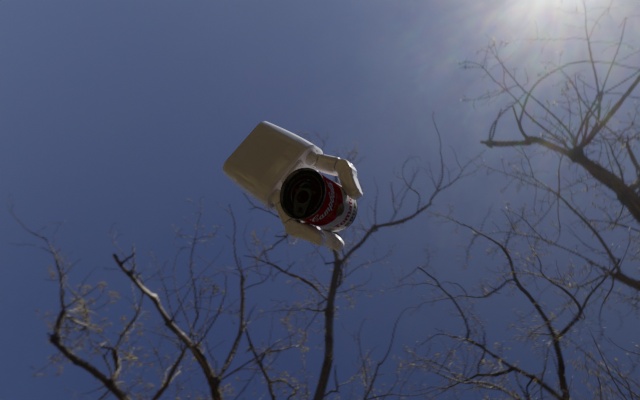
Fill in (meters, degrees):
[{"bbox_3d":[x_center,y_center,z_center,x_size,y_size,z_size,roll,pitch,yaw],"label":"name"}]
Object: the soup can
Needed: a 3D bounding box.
[{"bbox_3d":[0.001,0.002,0.647,0.068,0.068,0.102,0,-13,29],"label":"soup can"}]
